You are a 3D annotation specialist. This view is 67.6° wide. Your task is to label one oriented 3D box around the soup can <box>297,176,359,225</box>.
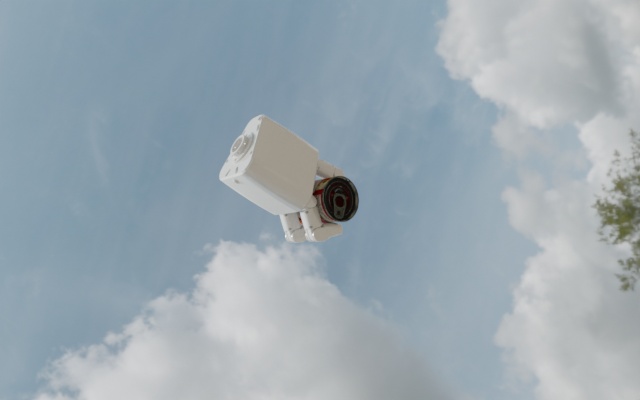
[{"bbox_3d":[0.000,0.003,0.735,0.068,0.068,0.102,0,-5,-38],"label":"soup can"}]
